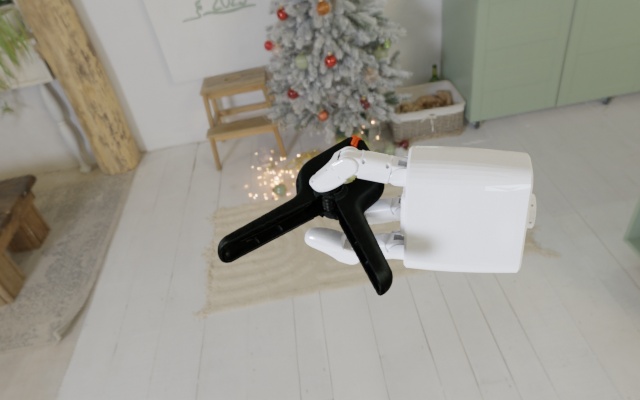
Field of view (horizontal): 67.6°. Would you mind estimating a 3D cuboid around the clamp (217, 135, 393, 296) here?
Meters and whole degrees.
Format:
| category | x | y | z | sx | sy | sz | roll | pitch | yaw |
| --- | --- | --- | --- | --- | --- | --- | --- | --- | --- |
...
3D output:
| category | x | y | z | sx | sy | sz | roll | pitch | yaw |
| --- | --- | --- | --- | --- | --- | --- | --- | --- | --- |
| clamp | 0.000 | 0.001 | 0.487 | 0.164 | 0.036 | 0.209 | 5 | 42 | 12 |
